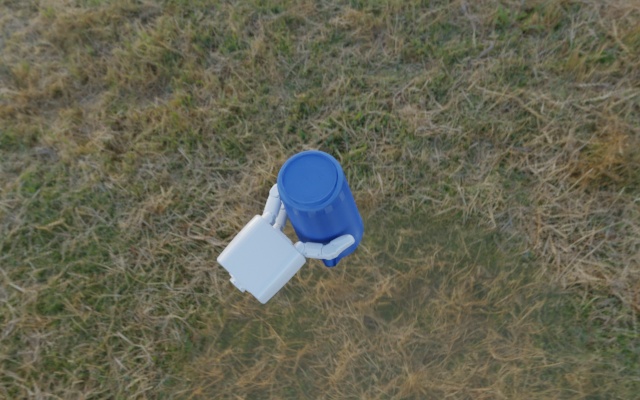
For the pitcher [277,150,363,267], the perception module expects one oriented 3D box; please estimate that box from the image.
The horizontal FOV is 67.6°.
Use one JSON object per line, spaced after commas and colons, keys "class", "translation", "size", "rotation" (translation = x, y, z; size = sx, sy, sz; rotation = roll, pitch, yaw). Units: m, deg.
{"class": "pitcher", "translation": [0.000, 0.003, 0.855], "size": [0.149, 0.145, 0.243], "rotation": [40, -12, 22]}
